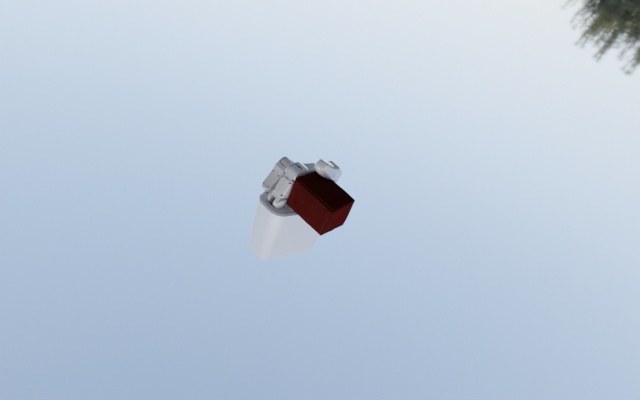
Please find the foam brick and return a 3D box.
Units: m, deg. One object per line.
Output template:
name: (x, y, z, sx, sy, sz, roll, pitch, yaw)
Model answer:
foam brick: (0.000, 0.002, 0.689, 0.078, 0.051, 0.053, 42, 41, 24)
